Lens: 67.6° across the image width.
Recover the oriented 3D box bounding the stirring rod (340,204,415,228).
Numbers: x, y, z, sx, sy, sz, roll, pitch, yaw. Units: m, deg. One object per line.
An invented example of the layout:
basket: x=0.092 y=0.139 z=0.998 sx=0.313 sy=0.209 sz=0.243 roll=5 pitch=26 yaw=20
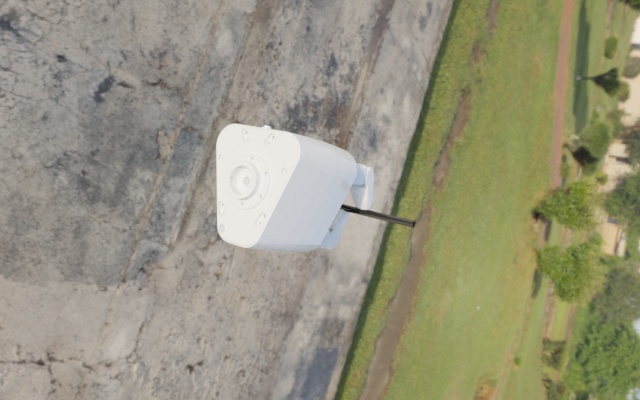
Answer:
stirring rod: x=0.000 y=0.002 z=0.579 sx=0.239 sy=0.011 sz=0.011 roll=13 pitch=7 yaw=30
